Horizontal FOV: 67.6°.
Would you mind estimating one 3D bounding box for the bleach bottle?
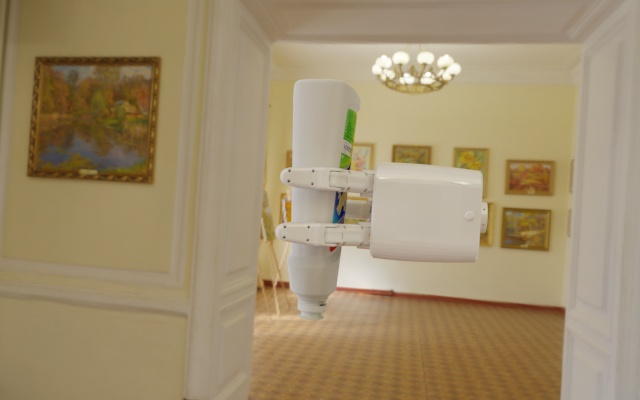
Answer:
[{"bbox_3d":[0.000,0.002,0.528,0.068,0.251,0.102,4,-1,13],"label":"bleach bottle"}]
